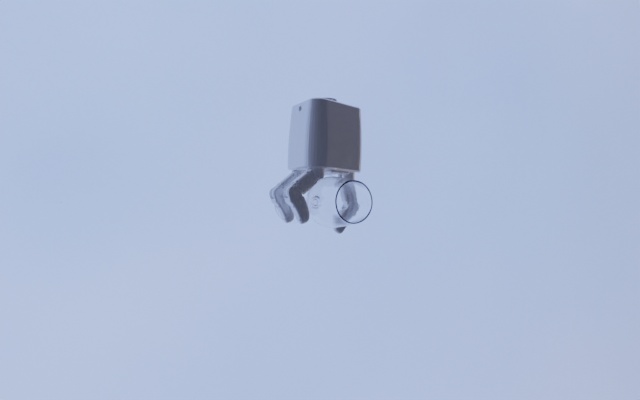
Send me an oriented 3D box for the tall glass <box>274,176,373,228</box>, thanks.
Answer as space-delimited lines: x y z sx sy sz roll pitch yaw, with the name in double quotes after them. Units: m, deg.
0.000 0.003 0.753 0.079 0.079 0.201 0 0 -28 "tall glass"
